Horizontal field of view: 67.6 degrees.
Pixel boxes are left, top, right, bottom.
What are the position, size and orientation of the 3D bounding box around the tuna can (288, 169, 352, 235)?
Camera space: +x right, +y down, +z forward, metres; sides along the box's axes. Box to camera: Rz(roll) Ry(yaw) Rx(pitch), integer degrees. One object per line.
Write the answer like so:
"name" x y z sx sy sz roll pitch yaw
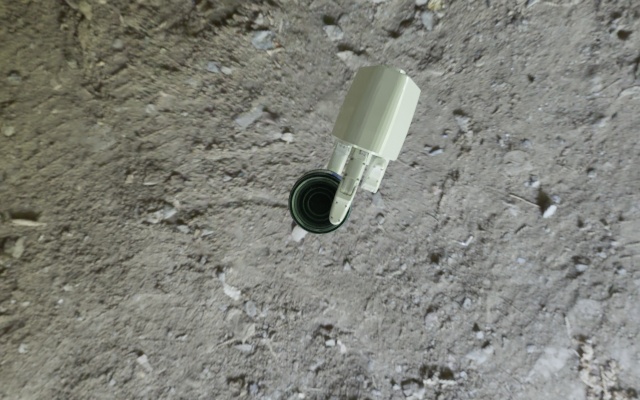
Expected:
"tuna can" 0.000 0.002 0.640 0.086 0.086 0.033 0 11 4
